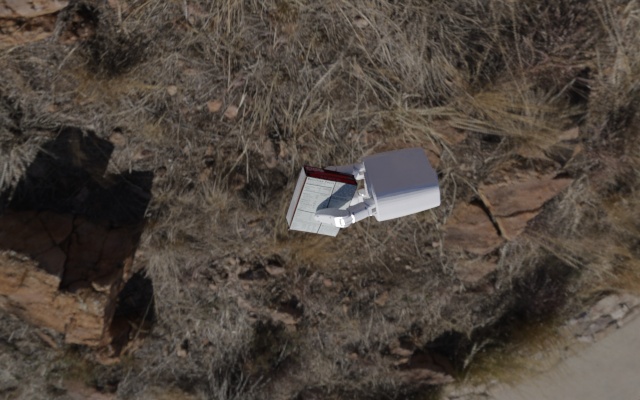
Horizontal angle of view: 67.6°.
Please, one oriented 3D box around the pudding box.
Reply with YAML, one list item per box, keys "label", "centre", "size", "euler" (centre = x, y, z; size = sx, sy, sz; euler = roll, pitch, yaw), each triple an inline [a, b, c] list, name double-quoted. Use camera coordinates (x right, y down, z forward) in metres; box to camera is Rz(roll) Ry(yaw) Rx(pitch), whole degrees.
- label: "pudding box"
  centre: [0.000, 0.003, 0.789]
  size: [0.090, 0.113, 0.039]
  euler: [10, 30, -17]
